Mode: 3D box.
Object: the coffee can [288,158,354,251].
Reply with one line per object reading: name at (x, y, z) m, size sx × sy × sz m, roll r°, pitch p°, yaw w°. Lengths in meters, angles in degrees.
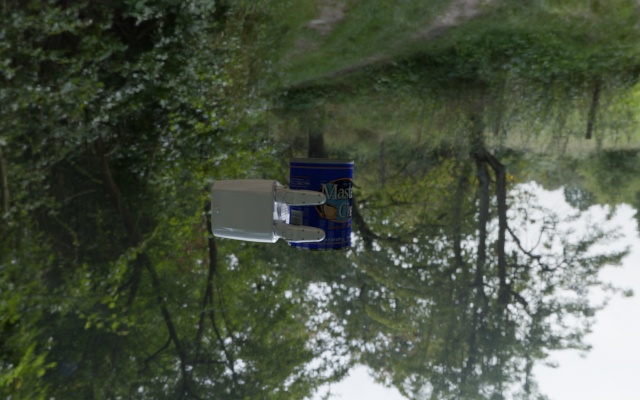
coffee can at (0.000, 0.002, 0.767) m, size 0.103 × 0.140 × 0.103 m, roll 1°, pitch 6°, yaw 0°
